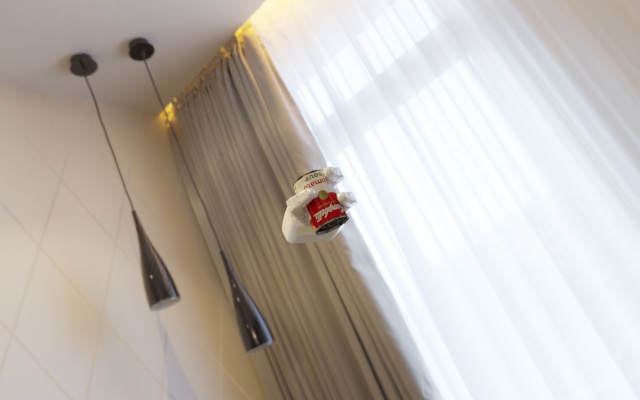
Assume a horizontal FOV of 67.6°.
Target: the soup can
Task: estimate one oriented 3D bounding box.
[{"bbox_3d":[0.000,0.002,0.874,0.068,0.102,0.068,-24,-18,-8],"label":"soup can"}]
